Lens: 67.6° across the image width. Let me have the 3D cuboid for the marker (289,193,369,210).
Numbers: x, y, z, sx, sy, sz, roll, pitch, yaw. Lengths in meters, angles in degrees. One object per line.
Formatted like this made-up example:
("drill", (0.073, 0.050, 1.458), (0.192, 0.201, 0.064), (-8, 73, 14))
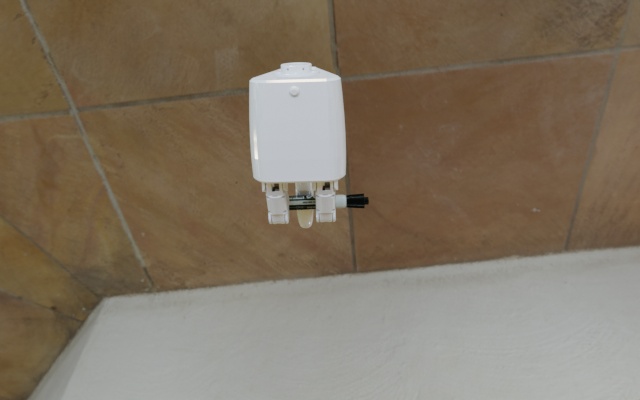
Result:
("marker", (0.000, 0.002, 0.601), (0.121, 0.020, 0.020), (-2, 0, 0))
